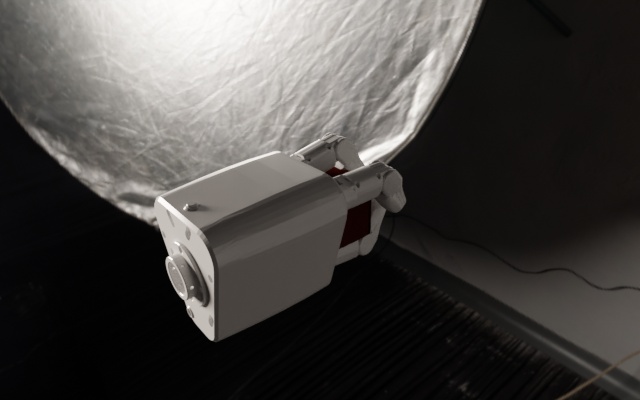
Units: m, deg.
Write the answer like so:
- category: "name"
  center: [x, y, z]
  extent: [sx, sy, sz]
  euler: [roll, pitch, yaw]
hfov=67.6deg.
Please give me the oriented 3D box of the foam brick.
- category: "foam brick"
  center: [0.000, 0.001, 0.417]
  extent: [0.051, 0.053, 0.078]
  euler: [-22, 34, -33]
